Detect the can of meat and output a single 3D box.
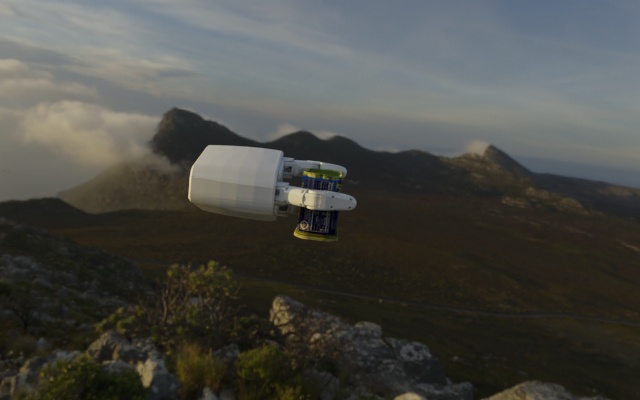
[{"bbox_3d":[0.000,0.002,0.641,0.057,0.084,0.102,7,8,1],"label":"can of meat"}]
